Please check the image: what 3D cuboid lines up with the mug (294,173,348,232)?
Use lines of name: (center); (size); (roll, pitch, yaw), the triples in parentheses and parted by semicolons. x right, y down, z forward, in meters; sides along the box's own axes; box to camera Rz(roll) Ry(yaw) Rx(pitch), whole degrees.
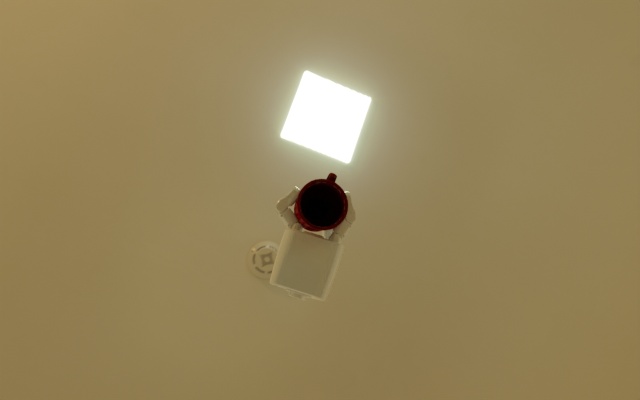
mug: (0.001, 0.002, 0.882); (0.093, 0.117, 0.081); (22, -14, -7)
